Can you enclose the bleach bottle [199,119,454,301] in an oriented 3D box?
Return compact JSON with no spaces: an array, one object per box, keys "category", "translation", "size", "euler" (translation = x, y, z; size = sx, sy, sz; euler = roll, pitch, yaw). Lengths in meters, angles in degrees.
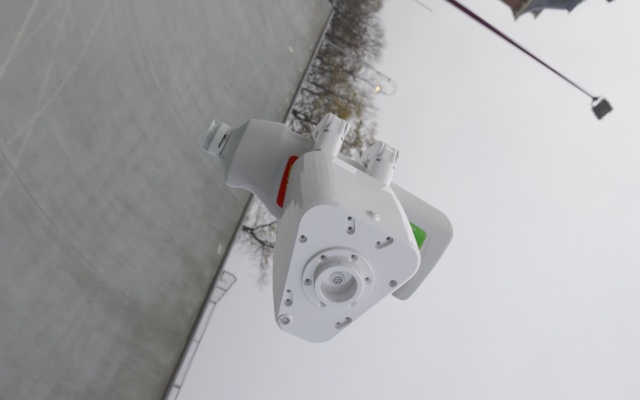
[{"category":"bleach bottle","translation":[0.000,0.001,0.467],"size":[0.251,0.102,0.068],"euler":[27,19,-13]}]
